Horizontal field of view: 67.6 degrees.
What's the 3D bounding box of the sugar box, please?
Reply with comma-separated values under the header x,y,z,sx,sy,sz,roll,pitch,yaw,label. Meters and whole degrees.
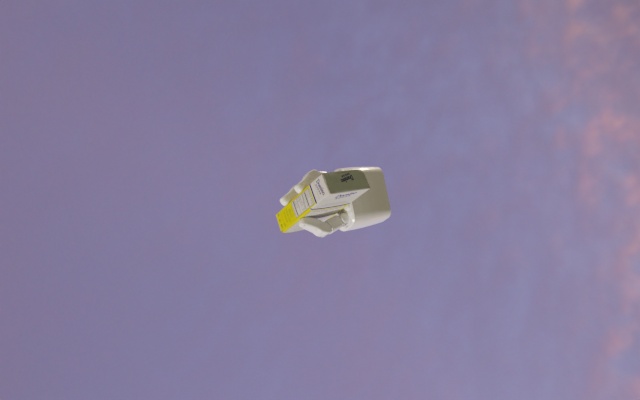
x,y,z,sx,sy,sz,roll,pitch,yaw,label
0.000,0.002,0.863,0.093,0.048,0.176,-8,-22,-37,sugar box
